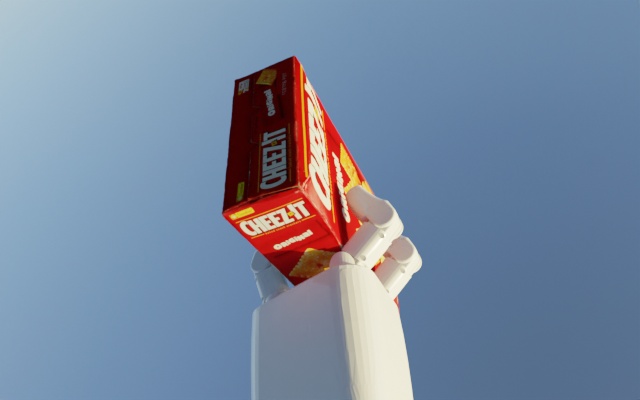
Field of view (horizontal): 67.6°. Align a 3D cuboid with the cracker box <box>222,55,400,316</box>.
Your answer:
[{"bbox_3d":[0.000,0.002,0.446,0.072,0.164,0.214,-19,-43,15],"label":"cracker box"}]
